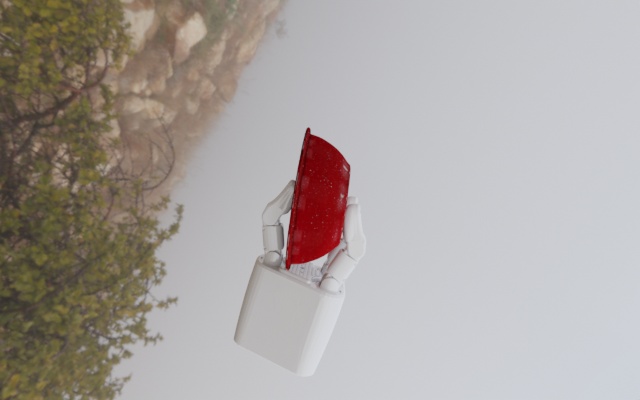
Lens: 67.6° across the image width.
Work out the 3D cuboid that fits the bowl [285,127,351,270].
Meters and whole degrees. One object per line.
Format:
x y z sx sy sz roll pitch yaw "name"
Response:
0.001 0.001 0.534 0.055 0.162 0.162 8 0 1 "bowl"
